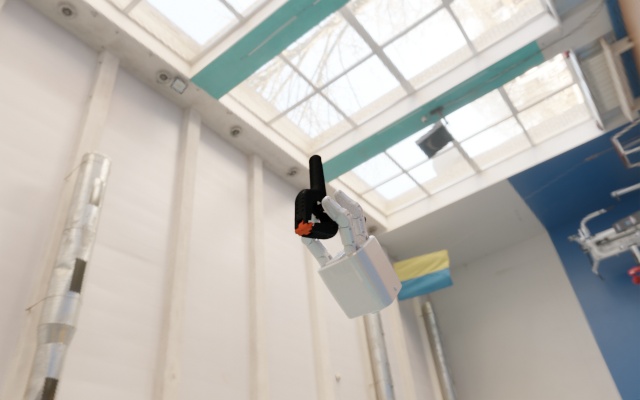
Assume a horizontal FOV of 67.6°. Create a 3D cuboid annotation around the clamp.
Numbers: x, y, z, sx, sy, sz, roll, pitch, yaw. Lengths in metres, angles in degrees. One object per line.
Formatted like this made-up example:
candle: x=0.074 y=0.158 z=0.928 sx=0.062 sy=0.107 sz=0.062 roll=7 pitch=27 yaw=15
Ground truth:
clamp: x=-0.001 y=0.003 z=0.832 sx=0.036 sy=0.164 sz=0.210 roll=-35 pitch=-1 yaw=27
